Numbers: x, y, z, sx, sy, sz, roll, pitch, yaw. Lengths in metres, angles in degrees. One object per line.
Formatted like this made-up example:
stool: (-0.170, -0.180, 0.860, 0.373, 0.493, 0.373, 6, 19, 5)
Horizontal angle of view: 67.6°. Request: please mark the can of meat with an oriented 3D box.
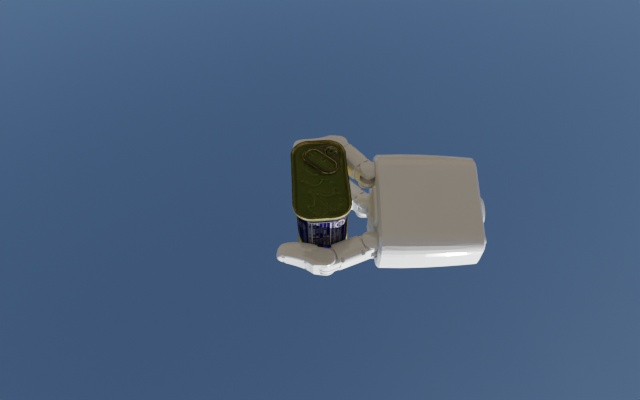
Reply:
can of meat: (0.000, 0.002, 0.505, 0.057, 0.102, 0.084, -4, -37, -2)
